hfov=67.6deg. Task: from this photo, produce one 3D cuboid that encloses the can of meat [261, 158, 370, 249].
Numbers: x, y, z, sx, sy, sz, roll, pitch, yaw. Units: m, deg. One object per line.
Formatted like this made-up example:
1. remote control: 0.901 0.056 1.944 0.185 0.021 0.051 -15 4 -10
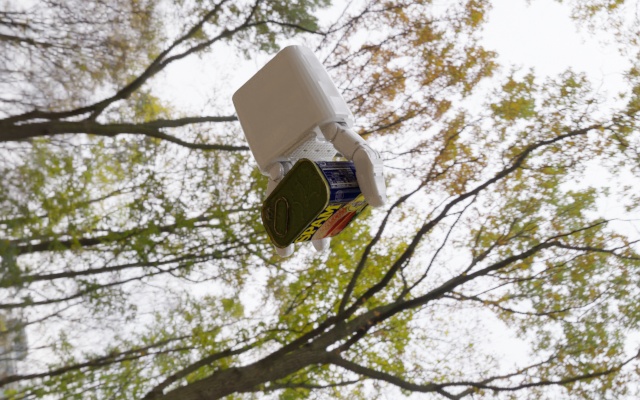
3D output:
1. can of meat: 0.000 0.002 0.503 0.084 0.057 0.102 -6 -32 -45
